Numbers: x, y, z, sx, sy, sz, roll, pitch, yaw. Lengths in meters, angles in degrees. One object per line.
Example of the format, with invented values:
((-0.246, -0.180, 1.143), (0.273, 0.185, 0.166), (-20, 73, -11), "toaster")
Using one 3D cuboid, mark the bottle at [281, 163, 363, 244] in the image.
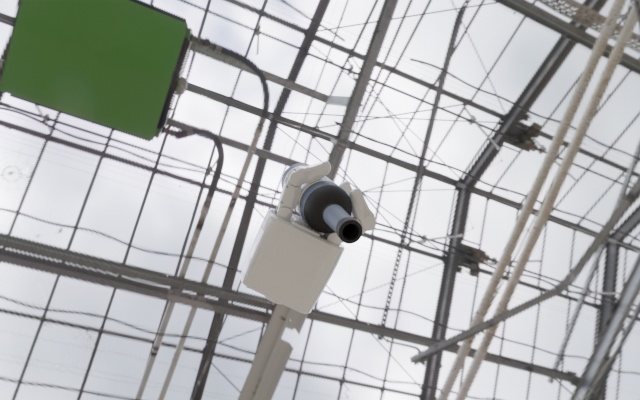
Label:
((0.000, 0.002, 0.663), (0.069, 0.069, 0.295), (0, 13, -13), "bottle")
